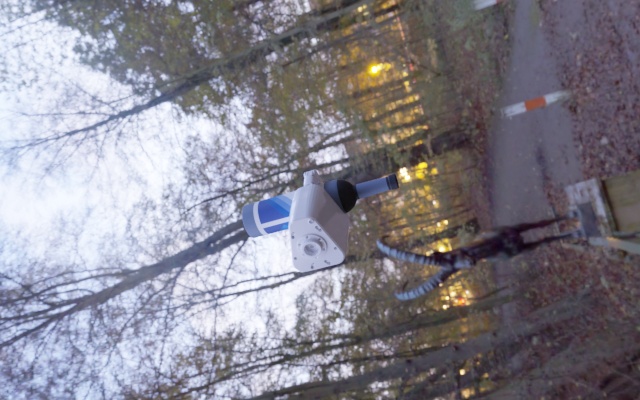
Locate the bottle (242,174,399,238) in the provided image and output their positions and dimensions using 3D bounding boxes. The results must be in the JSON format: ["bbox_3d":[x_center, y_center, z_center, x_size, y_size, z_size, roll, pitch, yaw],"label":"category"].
[{"bbox_3d":[0.000,0.003,0.894,0.296,0.069,0.069,-16,-4,14],"label":"bottle"}]
